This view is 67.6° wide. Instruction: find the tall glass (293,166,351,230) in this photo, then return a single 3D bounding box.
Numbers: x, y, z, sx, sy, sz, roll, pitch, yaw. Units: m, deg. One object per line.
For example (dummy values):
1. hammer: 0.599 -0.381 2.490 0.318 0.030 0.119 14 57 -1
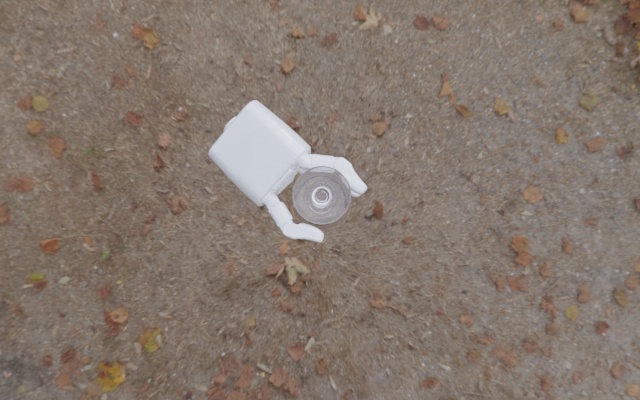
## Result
1. tall glass: 0.000 0.002 0.700 0.079 0.079 0.201 0 -6 -1
